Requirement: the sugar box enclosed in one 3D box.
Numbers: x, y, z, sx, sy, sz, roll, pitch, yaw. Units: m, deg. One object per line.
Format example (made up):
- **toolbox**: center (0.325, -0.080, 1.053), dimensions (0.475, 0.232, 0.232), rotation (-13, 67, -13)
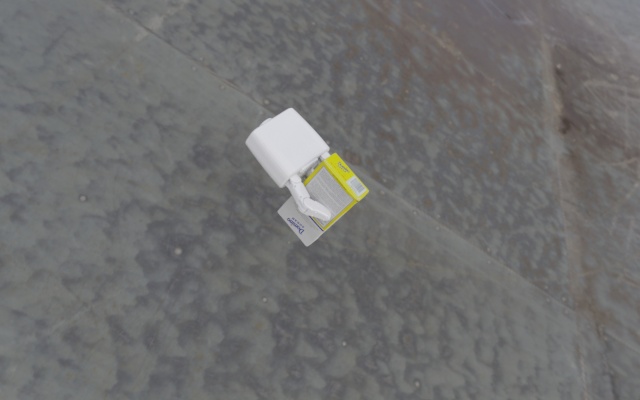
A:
- **sugar box**: center (0.000, 0.002, 0.875), dimensions (0.048, 0.093, 0.176), rotation (-36, -6, -44)
